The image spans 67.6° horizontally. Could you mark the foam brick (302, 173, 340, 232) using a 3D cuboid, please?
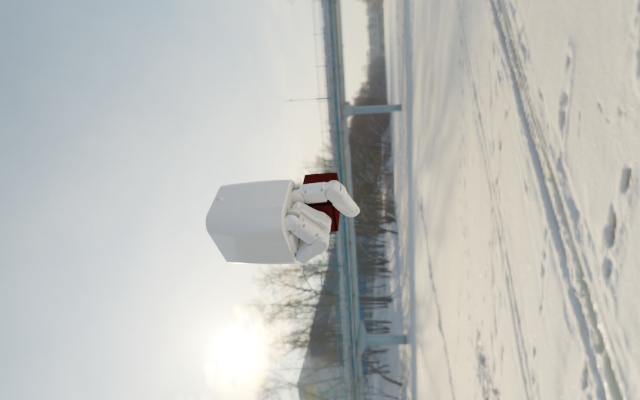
[{"bbox_3d":[0.000,0.002,0.693,0.051,0.053,0.078,-3,36,10],"label":"foam brick"}]
